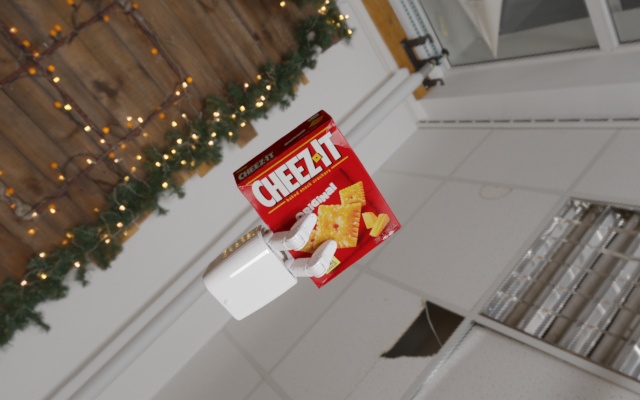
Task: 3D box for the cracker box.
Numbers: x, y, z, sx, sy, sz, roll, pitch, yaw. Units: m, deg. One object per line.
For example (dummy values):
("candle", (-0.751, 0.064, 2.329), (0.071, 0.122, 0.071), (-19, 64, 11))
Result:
("cracker box", (0.000, 0.002, 0.712), (0.164, 0.214, 0.072), (-36, 26, 0))
